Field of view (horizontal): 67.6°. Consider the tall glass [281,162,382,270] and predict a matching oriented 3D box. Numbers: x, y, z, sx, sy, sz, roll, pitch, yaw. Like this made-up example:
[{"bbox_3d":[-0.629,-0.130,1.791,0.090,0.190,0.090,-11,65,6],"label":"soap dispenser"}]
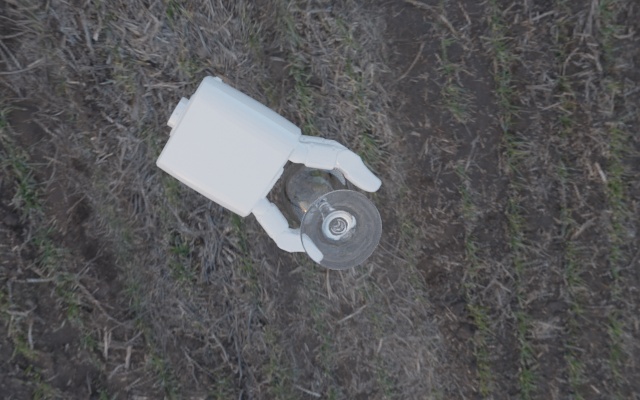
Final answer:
[{"bbox_3d":[0.000,0.002,0.516,0.079,0.079,0.201,0,14,-11],"label":"tall glass"}]
